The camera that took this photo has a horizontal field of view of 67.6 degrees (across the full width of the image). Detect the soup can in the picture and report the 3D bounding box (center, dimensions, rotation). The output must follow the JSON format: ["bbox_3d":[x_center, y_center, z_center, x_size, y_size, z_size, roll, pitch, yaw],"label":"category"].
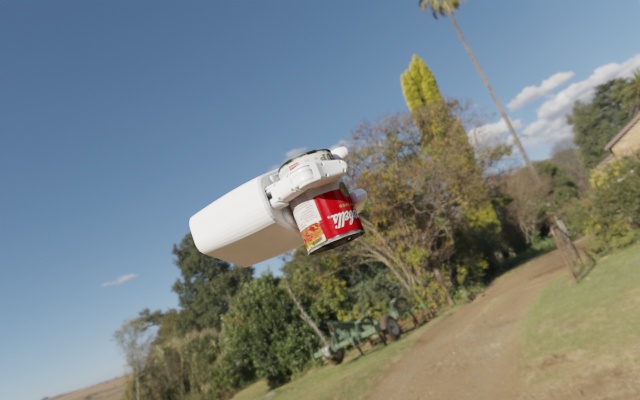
[{"bbox_3d":[0.000,0.001,0.537,0.068,0.102,0.068,-21,-12,-5],"label":"soup can"}]
